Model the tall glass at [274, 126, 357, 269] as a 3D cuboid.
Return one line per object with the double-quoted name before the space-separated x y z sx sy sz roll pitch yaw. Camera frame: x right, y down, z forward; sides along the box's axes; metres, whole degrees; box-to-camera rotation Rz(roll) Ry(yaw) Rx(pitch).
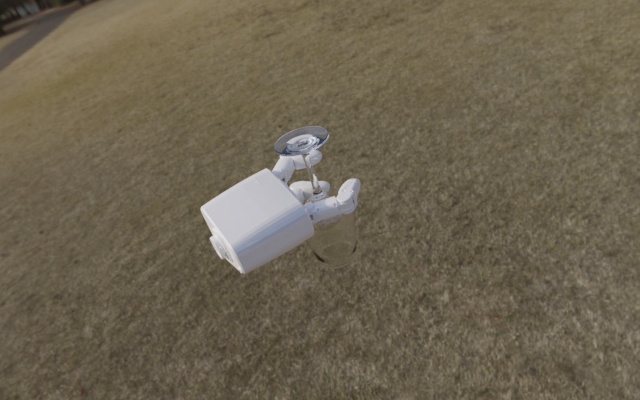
"tall glass" 0.000 0.002 0.668 0.079 0.201 0.079 -13 33 8
